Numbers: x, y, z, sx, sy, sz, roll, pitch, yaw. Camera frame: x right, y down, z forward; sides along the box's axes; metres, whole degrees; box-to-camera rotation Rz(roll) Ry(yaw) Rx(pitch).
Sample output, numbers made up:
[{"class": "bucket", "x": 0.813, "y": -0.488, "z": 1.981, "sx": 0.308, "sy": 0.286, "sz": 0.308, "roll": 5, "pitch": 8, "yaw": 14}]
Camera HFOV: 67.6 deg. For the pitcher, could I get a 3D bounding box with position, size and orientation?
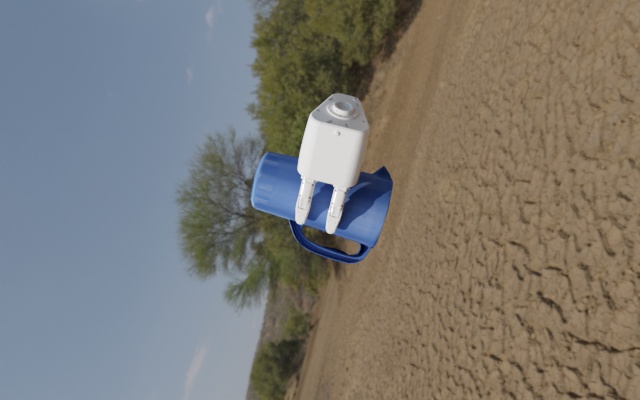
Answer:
[{"class": "pitcher", "x": 0.000, "y": 0.003, "z": 0.869, "sx": 0.243, "sy": 0.145, "sz": 0.149, "roll": 15, "pitch": 43, "yaw": 2}]
